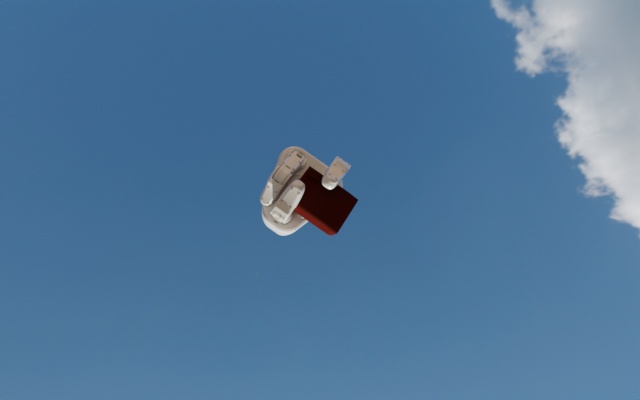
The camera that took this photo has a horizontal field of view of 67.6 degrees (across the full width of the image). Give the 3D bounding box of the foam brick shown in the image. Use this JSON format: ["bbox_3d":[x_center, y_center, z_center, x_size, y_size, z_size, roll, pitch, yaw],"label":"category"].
[{"bbox_3d":[0.000,0.002,0.615,0.078,0.053,0.051,35,-12,0],"label":"foam brick"}]
